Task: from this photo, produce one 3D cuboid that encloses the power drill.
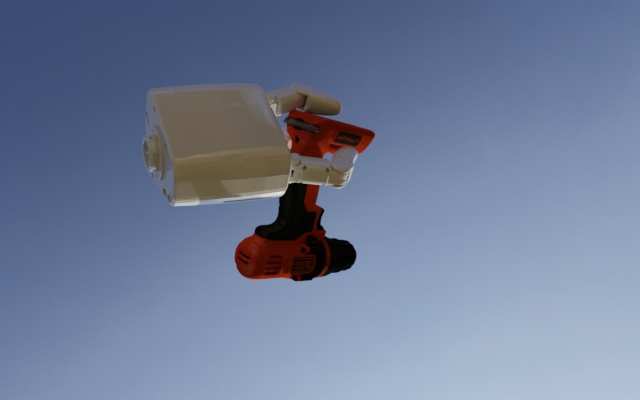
[{"bbox_3d":[0.000,0.001,0.543,0.057,0.188,0.184,22,11,38],"label":"power drill"}]
